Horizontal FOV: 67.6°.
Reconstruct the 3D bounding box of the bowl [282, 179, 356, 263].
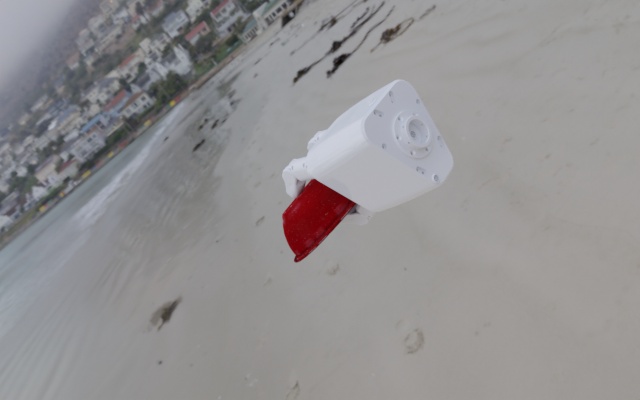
[{"bbox_3d":[-0.001,0.002,0.621,0.055,0.162,0.162,40,-3,-4],"label":"bowl"}]
